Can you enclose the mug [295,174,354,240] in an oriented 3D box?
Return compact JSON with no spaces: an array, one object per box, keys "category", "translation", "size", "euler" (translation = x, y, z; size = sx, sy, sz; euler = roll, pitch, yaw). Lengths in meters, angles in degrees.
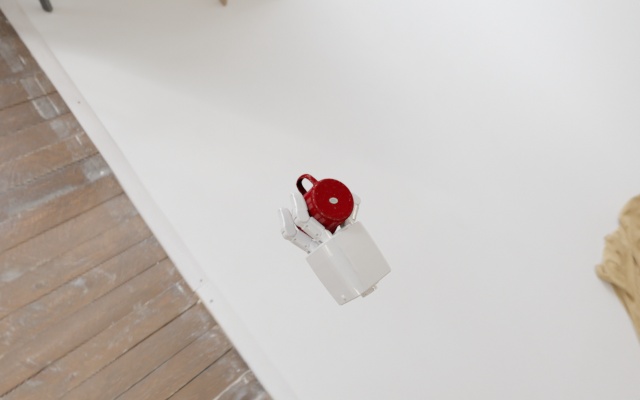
[{"category":"mug","translation":[-0.001,0.001,0.837],"size":[0.093,0.117,0.081],"euler":[-31,-8,-33]}]
